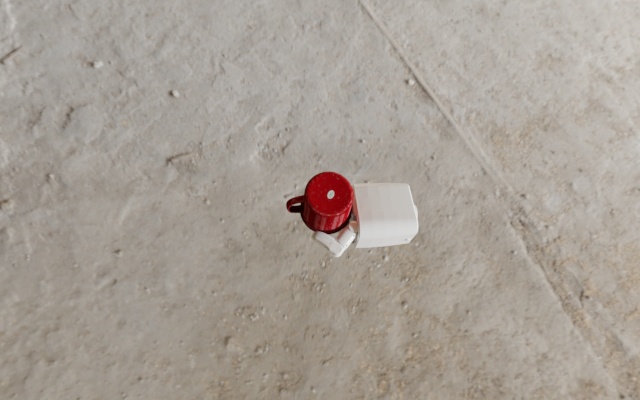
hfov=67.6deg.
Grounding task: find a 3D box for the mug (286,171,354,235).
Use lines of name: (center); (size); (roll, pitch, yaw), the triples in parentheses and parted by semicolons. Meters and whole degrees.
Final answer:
mug: (-0.001, 0.003, 0.809); (0.117, 0.093, 0.081); (-3, -20, -5)
